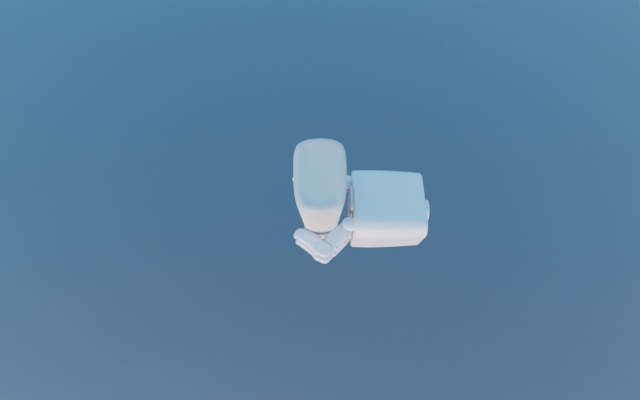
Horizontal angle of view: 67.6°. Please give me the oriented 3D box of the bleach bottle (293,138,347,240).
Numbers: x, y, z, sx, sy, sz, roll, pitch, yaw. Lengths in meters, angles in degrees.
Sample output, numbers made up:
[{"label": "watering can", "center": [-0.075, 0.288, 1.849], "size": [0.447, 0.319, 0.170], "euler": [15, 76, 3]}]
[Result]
[{"label": "bleach bottle", "center": [0.000, 0.002, 0.712], "size": [0.068, 0.102, 0.251], "euler": [0, -15, 0]}]
